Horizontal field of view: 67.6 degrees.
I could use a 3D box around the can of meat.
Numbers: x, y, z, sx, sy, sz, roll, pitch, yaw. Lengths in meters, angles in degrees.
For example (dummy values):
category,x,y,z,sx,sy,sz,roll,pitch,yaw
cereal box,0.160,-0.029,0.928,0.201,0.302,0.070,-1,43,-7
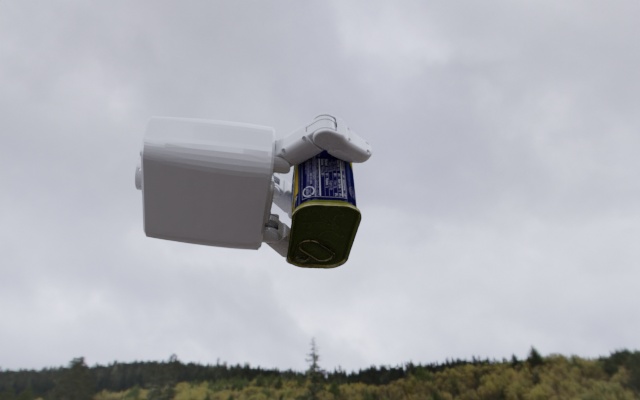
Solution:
category,x,y,z,sx,sy,sz,roll,pitch,yaw
can of meat,0.000,0.001,0.438,0.057,0.084,0.102,3,-37,-7
